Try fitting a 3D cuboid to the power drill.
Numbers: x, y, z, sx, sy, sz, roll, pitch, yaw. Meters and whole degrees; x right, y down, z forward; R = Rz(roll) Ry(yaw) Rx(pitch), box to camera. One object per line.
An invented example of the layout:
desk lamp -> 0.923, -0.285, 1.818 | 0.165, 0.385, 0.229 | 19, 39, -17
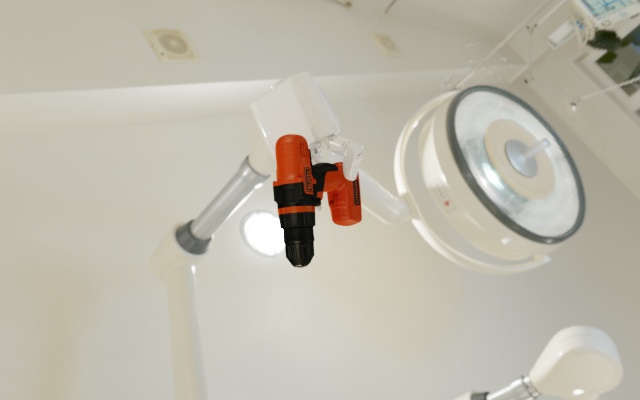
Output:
power drill -> 0.000, 0.002, 0.717 | 0.057, 0.184, 0.187 | -6, -5, 28
